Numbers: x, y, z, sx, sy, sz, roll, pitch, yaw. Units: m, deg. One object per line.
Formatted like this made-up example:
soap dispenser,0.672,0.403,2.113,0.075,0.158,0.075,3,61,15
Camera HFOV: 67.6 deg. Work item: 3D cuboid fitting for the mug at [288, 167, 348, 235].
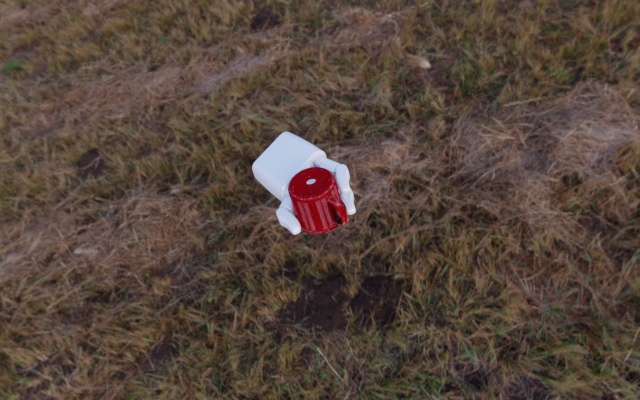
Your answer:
mug,0.001,0.003,0.806,0.093,0.082,0.117,-39,49,-21
